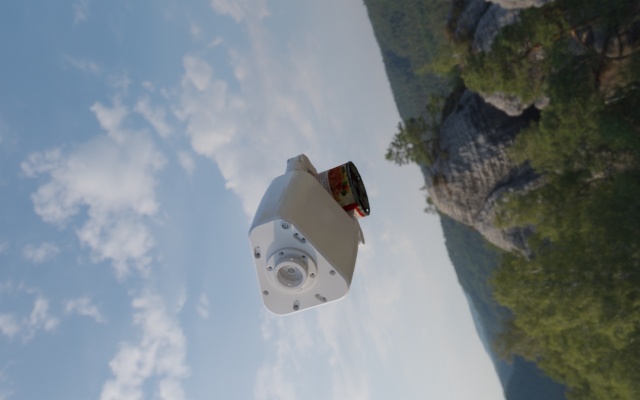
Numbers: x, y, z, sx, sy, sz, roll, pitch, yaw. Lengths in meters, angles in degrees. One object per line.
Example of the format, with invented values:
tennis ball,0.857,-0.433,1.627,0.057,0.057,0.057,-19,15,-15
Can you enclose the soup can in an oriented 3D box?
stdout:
soup can,0.000,0.002,0.571,0.102,0.068,0.068,-19,-6,16
